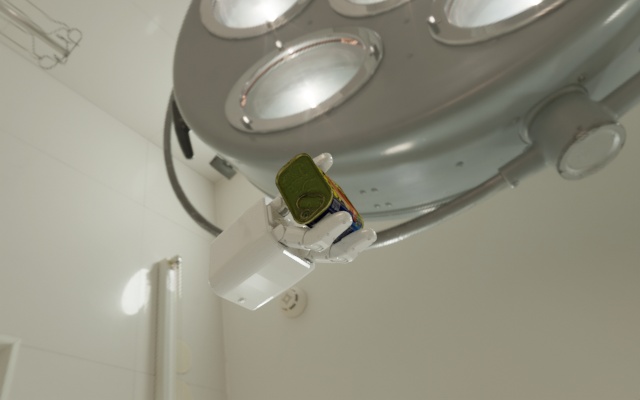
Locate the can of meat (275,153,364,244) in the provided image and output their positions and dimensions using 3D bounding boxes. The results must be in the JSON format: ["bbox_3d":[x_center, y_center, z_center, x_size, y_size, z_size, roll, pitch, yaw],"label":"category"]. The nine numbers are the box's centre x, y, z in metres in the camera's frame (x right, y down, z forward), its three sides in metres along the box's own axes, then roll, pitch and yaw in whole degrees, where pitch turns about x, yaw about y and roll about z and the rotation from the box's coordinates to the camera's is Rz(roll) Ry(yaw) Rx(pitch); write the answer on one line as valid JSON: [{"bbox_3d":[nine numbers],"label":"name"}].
[{"bbox_3d":[0.000,0.002,0.600,0.084,0.057,0.102,40,14,-45],"label":"can of meat"}]
